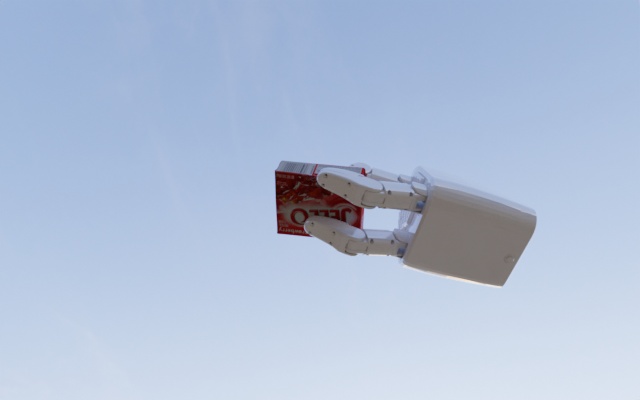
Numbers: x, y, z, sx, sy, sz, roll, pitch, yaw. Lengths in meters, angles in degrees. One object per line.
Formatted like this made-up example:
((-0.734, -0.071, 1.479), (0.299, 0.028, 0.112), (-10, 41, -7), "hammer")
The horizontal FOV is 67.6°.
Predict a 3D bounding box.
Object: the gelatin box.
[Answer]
((0.000, 0.001, 0.481), (0.089, 0.073, 0.030), (6, 30, 9), "gelatin box")
